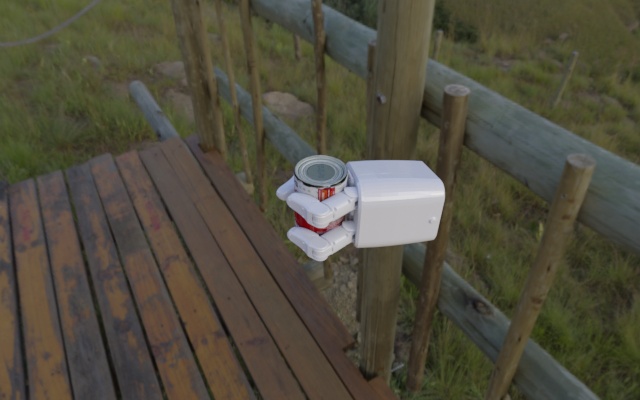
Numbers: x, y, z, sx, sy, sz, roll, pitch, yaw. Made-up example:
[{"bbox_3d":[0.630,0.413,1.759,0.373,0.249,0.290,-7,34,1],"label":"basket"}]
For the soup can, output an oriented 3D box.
[{"bbox_3d":[0.000,0.002,0.611,0.068,0.102,0.068,1,39,-1],"label":"soup can"}]
